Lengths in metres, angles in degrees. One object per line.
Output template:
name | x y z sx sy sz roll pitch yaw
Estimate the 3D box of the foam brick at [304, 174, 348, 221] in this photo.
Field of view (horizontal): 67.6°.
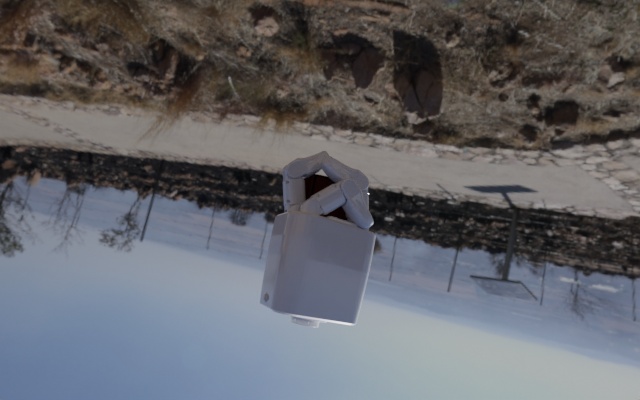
foam brick | 0.000 0.002 0.594 0.053 0.051 0.078 12 -9 -17
